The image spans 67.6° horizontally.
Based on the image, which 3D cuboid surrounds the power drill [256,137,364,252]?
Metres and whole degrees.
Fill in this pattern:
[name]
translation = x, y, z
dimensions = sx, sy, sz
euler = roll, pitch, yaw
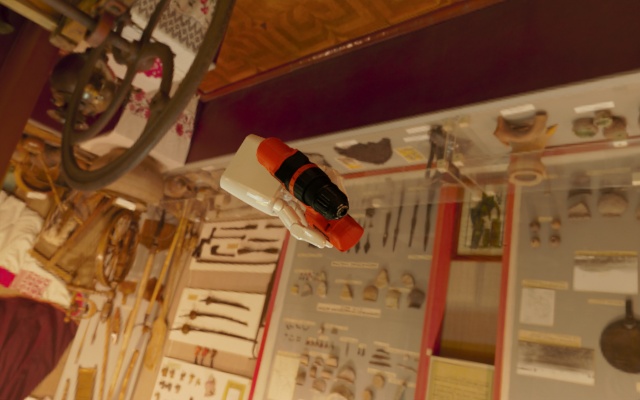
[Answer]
[power drill]
translation = 0.000, 0.002, 0.699
dimensions = 0.184, 0.057, 0.188
euler = 43, -8, 39
